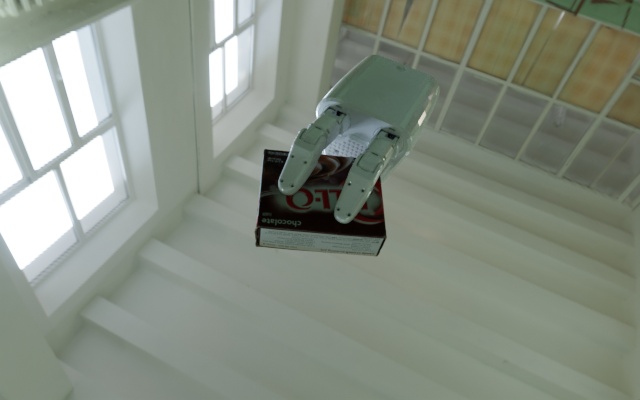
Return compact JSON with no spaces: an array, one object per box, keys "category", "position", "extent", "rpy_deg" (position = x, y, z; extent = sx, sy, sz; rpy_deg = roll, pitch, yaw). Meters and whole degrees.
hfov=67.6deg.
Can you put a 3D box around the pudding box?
[{"category":"pudding box","position":[0.000,0.001,0.435],"extent":[0.113,0.090,0.039],"rpy_deg":[3,-39,-5]}]
